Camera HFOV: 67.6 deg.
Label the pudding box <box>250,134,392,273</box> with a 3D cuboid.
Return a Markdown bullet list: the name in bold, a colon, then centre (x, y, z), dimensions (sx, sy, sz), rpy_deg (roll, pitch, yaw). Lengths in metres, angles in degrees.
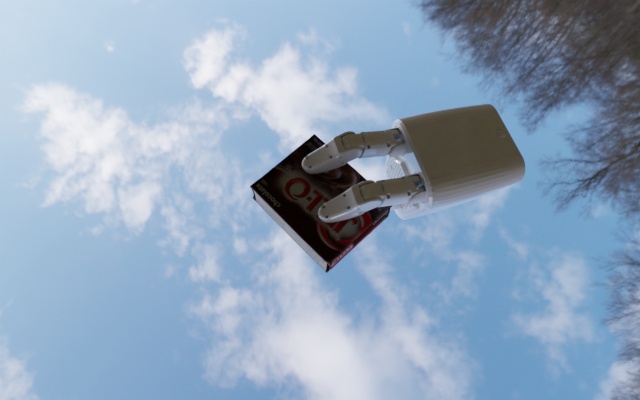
- **pudding box**: centre (0.000, 0.002, 0.479), dimensions (0.090, 0.113, 0.039), rpy_deg (-41, -18, -20)
